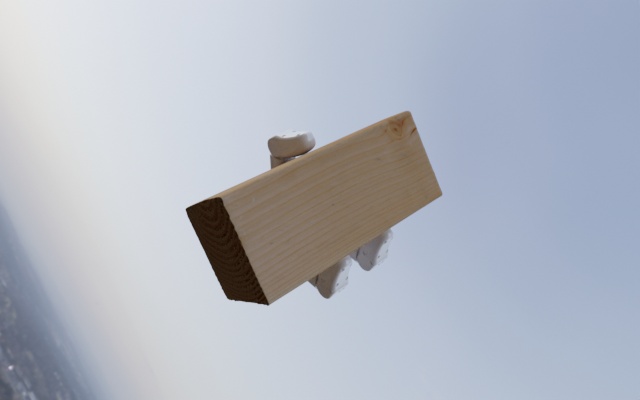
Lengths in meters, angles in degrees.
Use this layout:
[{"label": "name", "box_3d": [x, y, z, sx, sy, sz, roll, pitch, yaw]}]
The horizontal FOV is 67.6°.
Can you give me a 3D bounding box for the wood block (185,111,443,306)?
[{"label": "wood block", "box_3d": [0.000, 0.001, 0.433, 0.206, 0.091, 0.090, -28, 8, -32]}]
